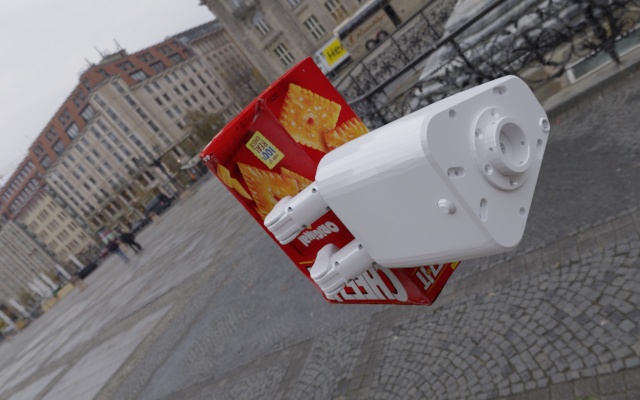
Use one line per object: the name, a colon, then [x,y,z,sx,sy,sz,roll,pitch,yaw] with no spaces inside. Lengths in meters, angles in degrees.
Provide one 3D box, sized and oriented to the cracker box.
cracker box: [0.000,0.001,0.438,0.072,0.214,0.164,-47,14,-28]
